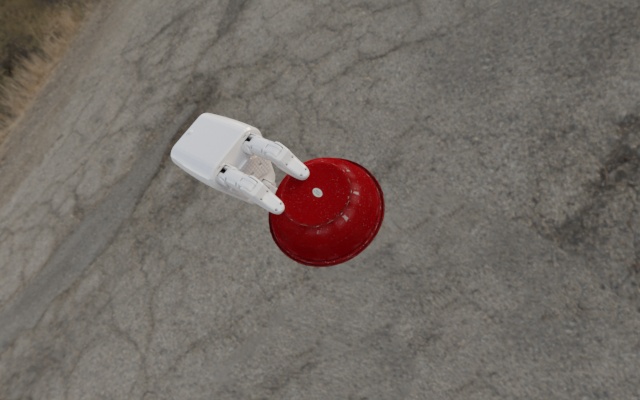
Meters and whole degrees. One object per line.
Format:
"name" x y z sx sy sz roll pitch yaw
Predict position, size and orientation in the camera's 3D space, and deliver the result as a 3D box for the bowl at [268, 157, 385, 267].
"bowl" 0.001 0.002 0.622 0.162 0.162 0.055 0 -25 15
